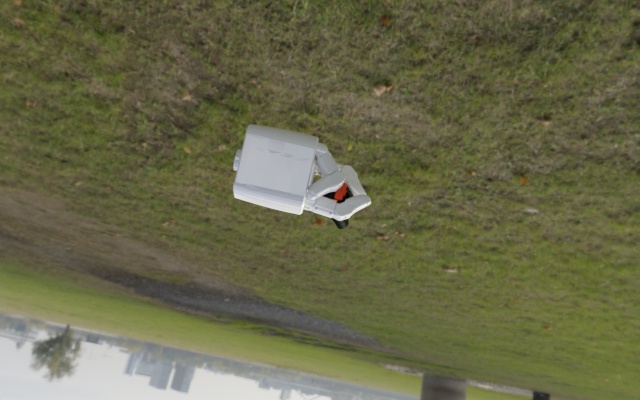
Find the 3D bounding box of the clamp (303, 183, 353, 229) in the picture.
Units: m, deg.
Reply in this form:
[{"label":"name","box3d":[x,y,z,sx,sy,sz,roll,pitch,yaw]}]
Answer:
[{"label":"clamp","box3d":[0.000,0.003,0.787,0.120,0.039,0.171,13,-20,-2]}]
